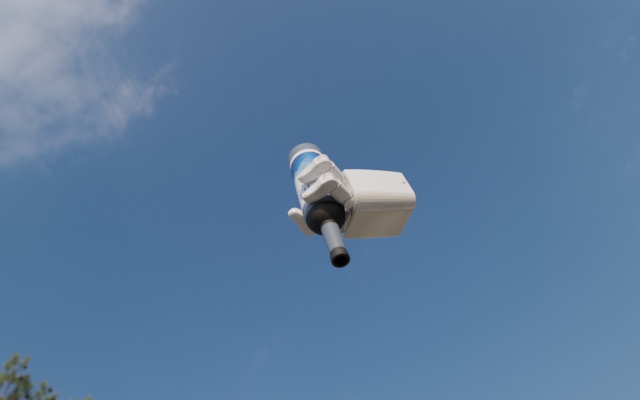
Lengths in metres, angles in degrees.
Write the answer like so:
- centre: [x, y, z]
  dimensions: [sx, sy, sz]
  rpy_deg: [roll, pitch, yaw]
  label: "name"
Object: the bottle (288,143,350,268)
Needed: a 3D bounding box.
- centre: [0.000, 0.002, 0.790]
  dimensions: [0.069, 0.069, 0.295]
  rpy_deg: [0, 34, -14]
  label: "bottle"
